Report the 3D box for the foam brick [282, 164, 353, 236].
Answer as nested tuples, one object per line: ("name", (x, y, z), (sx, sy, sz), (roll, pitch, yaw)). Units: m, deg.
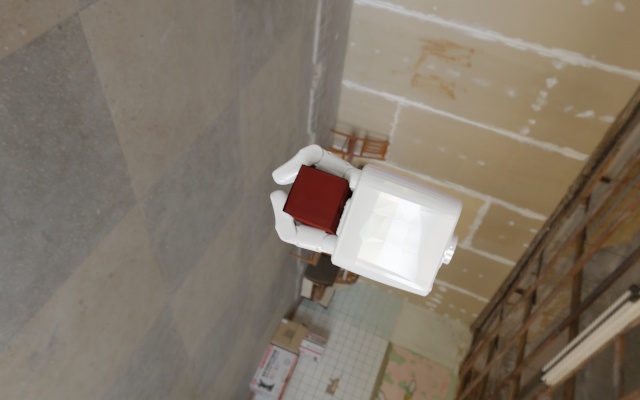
("foam brick", (0.000, 0.002, 0.499), (0.051, 0.053, 0.078), (21, -6, 11))
